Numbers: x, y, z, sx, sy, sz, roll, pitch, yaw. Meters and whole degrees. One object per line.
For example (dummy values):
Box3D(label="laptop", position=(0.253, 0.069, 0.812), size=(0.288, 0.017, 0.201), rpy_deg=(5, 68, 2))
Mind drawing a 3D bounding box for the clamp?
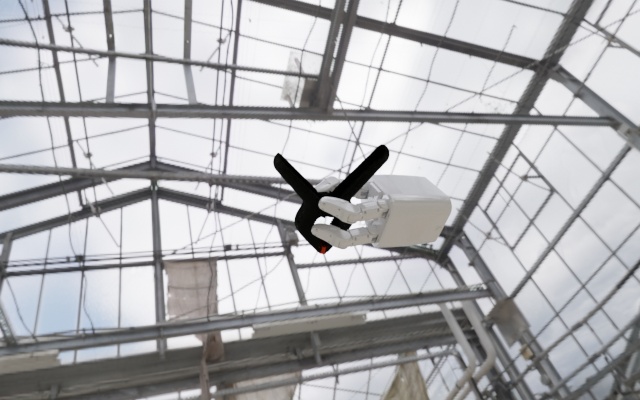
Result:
Box3D(label="clamp", position=(0.000, 0.002, 0.712), size=(0.164, 0.210, 0.036), rpy_deg=(0, 43, -17))
